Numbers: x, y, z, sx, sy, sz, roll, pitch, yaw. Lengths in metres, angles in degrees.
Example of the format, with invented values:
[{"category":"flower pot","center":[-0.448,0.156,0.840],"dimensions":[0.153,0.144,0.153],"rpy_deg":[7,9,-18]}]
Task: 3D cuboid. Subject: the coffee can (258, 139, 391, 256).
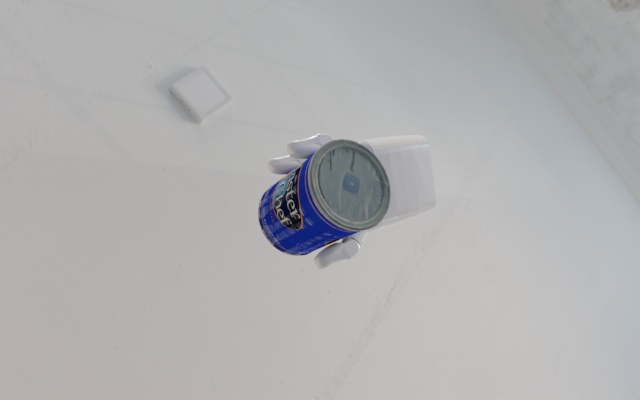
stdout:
[{"category":"coffee can","center":[0.000,0.002,0.565],"dimensions":[0.103,0.102,0.140],"rpy_deg":[0,-17,-31]}]
